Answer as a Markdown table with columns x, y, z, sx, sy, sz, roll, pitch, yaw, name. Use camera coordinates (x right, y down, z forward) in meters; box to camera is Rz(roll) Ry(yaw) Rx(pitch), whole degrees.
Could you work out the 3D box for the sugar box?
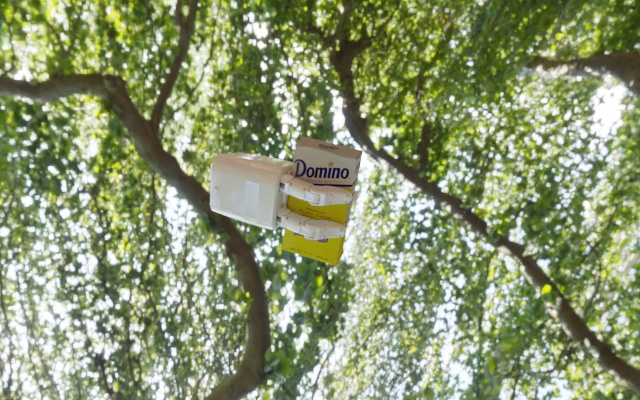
| x | y | z | sx | sy | sz | roll | pitch | yaw | name |
| --- | --- | --- | --- | --- | --- | --- | --- | --- | --- |
| 0.000 | 0.003 | 0.708 | 0.093 | 0.176 | 0.048 | 14 | 28 | 12 | sugar box |
